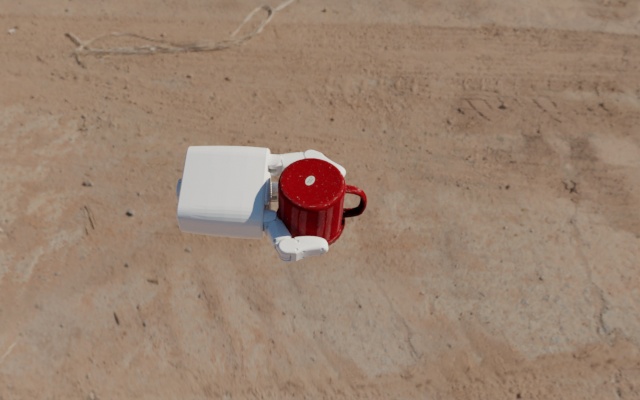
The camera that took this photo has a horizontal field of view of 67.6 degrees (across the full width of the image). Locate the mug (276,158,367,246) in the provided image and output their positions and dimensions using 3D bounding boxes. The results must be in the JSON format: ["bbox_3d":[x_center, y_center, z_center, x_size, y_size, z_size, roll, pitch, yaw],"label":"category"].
[{"bbox_3d":[0.002,0.002,0.597,0.117,0.093,0.082,2,-37,-2],"label":"mug"}]
